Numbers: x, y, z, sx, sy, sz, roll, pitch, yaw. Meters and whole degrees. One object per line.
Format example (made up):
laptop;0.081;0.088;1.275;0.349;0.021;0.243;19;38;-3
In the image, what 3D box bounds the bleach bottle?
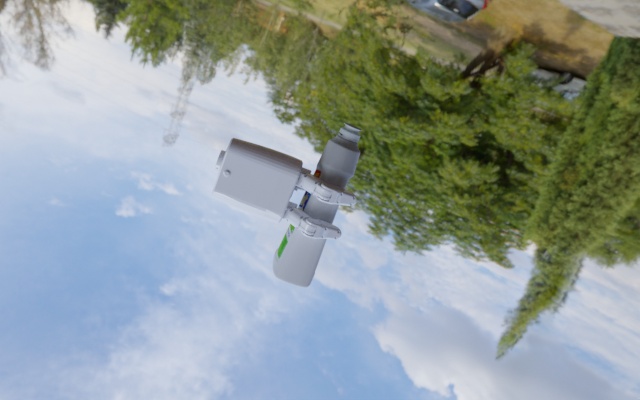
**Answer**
bleach bottle;0.000;0.002;0.727;0.068;0.251;0.102;20;15;-8
